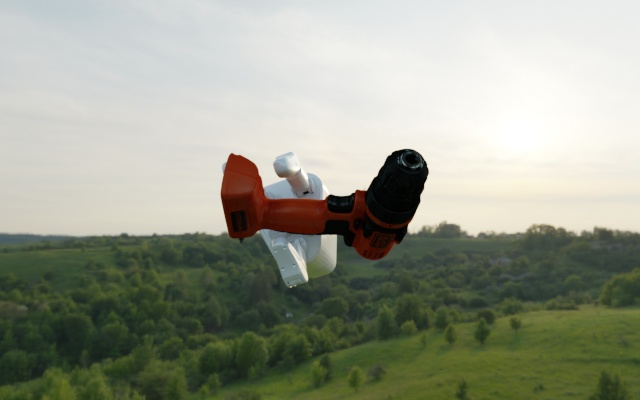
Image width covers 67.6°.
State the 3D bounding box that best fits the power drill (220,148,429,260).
[{"bbox_3d":[0.000,0.002,0.473,0.187,0.057,0.184,8,-31,-1],"label":"power drill"}]
